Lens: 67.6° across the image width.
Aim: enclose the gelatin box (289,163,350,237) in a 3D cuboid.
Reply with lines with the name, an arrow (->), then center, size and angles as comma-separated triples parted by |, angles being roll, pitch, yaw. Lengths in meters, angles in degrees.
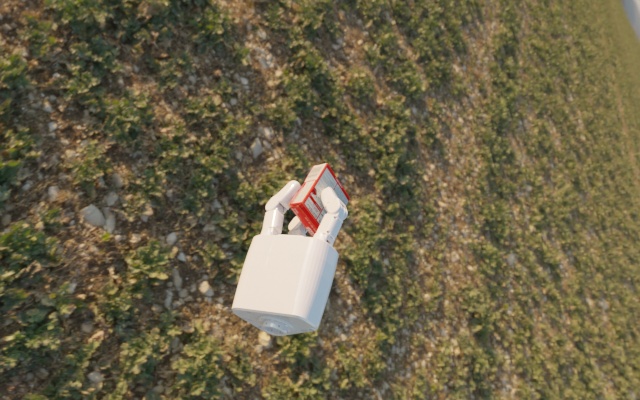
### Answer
gelatin box -> 0.001, 0.002, 0.693 | 0.030, 0.073, 0.089 | -8, 39, 40
